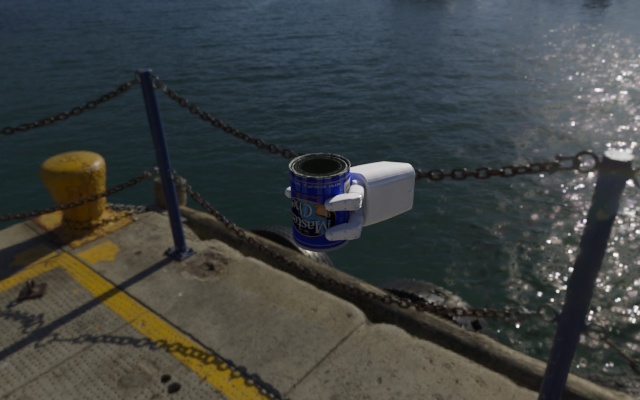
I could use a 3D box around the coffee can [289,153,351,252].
[{"bbox_3d":[0.000,0.003,0.818,0.103,0.140,0.102,-1,28,1],"label":"coffee can"}]
